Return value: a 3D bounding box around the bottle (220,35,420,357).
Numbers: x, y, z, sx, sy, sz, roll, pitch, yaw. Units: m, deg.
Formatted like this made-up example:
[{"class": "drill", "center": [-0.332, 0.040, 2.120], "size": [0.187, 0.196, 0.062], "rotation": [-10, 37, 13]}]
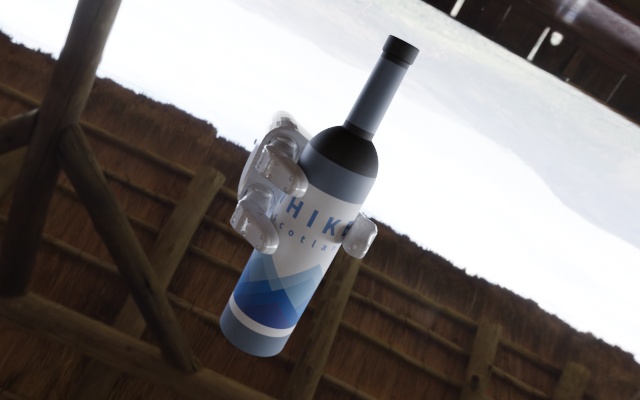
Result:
[{"class": "bottle", "center": [0.000, 0.002, 0.414], "size": [0.069, 0.296, 0.069], "rotation": [25, 17, -8]}]
